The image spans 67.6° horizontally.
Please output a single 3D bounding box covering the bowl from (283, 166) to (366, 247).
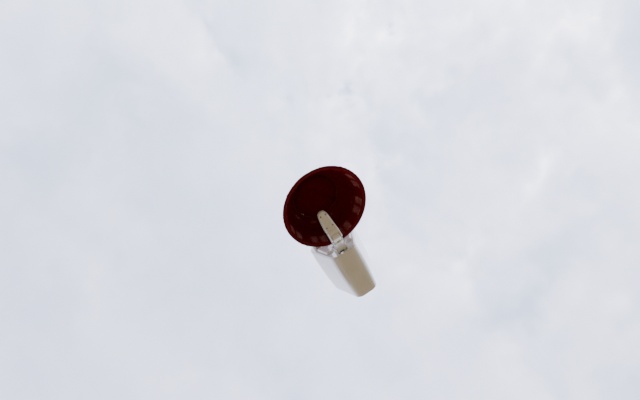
[{"bbox_3d":[0.000,0.002,0.878,0.162,0.162,0.055,0,25,-24],"label":"bowl"}]
